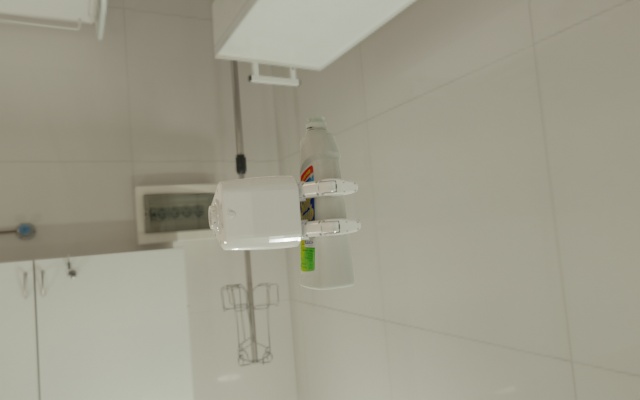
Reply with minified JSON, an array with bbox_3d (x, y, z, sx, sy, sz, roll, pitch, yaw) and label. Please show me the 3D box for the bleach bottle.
[{"bbox_3d":[0.000,0.002,0.716,0.068,0.251,0.102,-3,-4,-21],"label":"bleach bottle"}]
